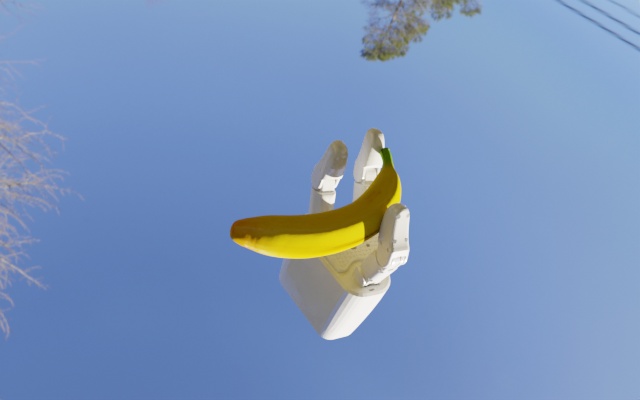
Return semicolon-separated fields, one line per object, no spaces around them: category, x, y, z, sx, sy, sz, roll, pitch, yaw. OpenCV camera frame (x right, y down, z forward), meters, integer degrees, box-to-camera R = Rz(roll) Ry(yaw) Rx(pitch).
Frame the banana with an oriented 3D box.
banana;0.014;0.013;0.431;0.197;0.069;0.037;-27;-23;-37
